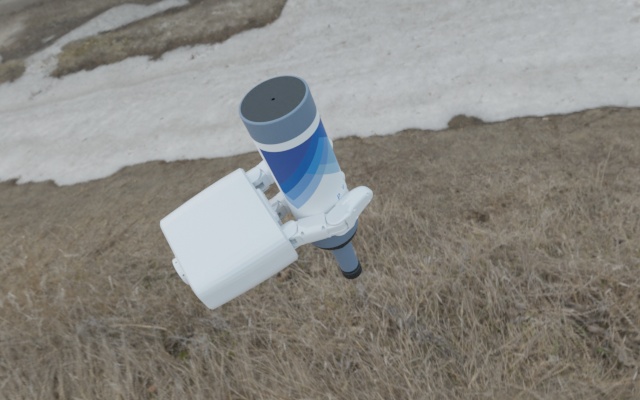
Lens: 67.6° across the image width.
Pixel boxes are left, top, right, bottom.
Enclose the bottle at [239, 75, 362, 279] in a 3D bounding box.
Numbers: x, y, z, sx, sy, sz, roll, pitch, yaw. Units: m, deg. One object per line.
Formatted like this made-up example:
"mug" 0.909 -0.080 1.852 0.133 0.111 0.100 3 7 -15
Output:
"bottle" 0.000 0.002 0.528 0.069 0.069 0.296 0 -39 21
